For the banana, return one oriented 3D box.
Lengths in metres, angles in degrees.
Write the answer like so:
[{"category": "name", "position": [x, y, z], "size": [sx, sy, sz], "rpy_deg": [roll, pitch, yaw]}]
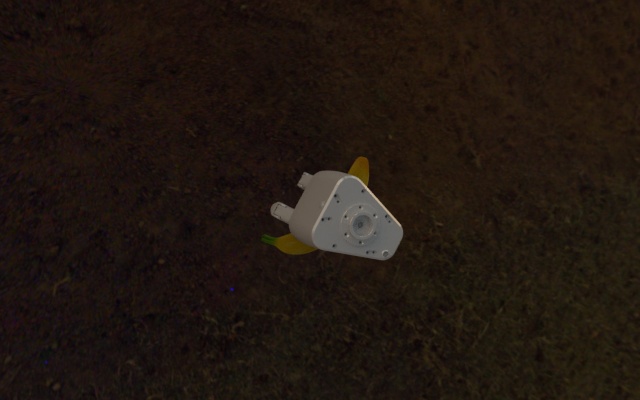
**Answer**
[{"category": "banana", "position": [0.009, 0.019, 0.699], "size": [0.198, 0.069, 0.037], "rpy_deg": [-39, 1, -6]}]
